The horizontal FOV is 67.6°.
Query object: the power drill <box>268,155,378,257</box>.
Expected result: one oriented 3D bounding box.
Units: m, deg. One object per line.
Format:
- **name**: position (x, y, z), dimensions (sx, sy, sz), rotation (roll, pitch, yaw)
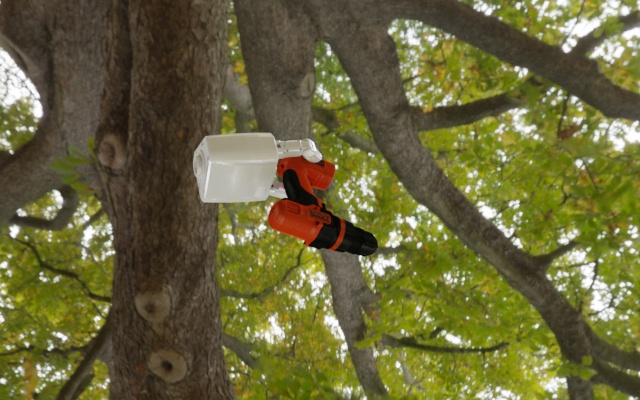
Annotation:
- **power drill**: position (0.000, 0.002, 0.772), dimensions (0.184, 0.057, 0.187), rotation (21, 32, -25)
